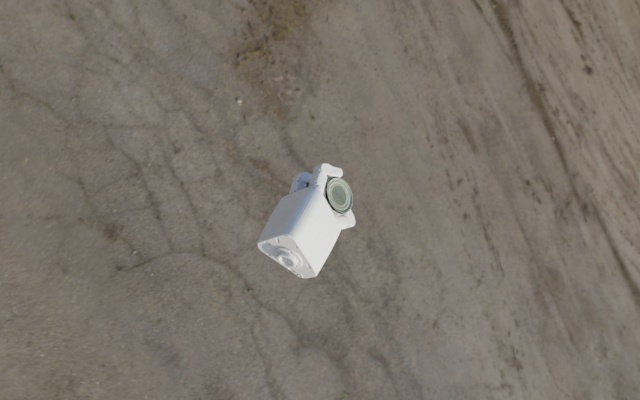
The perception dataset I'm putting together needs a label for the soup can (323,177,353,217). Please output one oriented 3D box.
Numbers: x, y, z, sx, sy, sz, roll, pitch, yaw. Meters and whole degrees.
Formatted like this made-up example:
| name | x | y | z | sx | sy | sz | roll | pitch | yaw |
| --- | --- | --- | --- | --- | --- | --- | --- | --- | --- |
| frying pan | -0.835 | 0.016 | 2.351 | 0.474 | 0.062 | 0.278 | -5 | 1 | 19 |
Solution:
| name | x | y | z | sx | sy | sz | roll | pitch | yaw |
| --- | --- | --- | --- | --- | --- | --- | --- | --- | --- |
| soup can | 0.001 | 0.002 | 0.867 | 0.068 | 0.068 | 0.102 | 0 | -14 | -44 |
